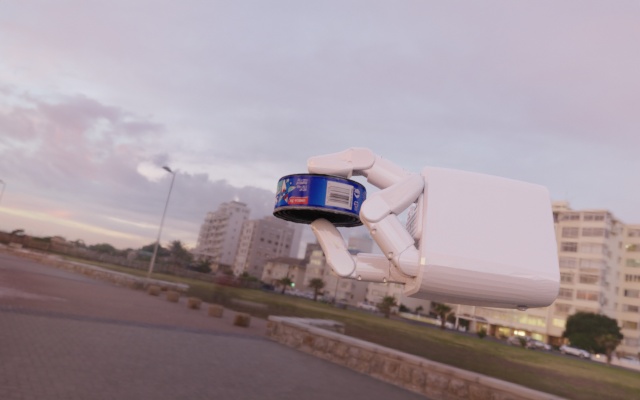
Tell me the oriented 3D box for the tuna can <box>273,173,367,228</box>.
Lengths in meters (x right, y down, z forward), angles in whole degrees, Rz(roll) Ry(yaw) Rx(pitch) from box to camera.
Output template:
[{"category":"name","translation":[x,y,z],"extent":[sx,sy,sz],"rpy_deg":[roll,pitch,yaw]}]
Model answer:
[{"category":"tuna can","translation":[0.000,0.001,0.446],"extent":[0.086,0.033,0.086],"rpy_deg":[6,-12,1]}]
